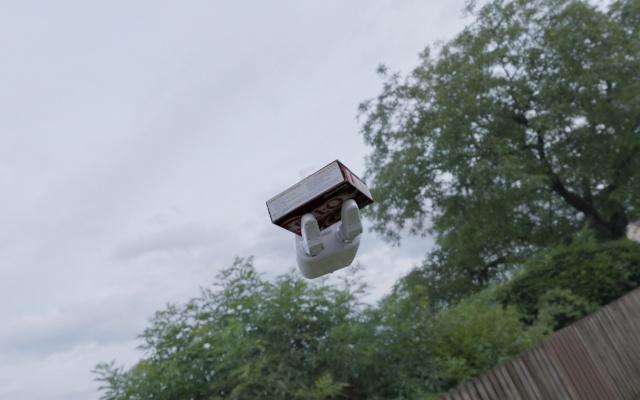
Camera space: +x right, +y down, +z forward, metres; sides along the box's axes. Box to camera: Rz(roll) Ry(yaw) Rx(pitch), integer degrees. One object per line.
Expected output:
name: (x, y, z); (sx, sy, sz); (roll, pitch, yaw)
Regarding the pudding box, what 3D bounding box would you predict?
pudding box: (0.000, 0.002, 0.616); (0.113, 0.039, 0.090); (-32, -28, 16)
